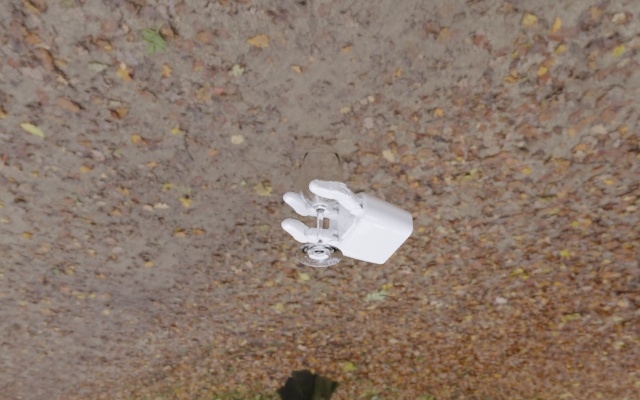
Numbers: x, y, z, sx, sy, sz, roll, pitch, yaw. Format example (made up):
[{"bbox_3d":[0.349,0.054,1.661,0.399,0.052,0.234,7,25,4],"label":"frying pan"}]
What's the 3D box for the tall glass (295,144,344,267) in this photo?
[{"bbox_3d":[0.000,0.003,0.788,0.079,0.201,0.079,1,-34,1],"label":"tall glass"}]
